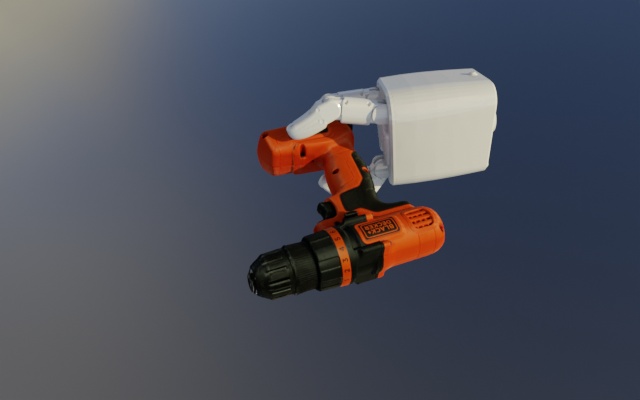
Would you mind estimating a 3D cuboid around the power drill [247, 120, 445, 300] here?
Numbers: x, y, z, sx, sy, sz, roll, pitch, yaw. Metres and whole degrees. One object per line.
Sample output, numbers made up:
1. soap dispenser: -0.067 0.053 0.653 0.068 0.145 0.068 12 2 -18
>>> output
1. power drill: 0.000 0.001 0.467 0.184 0.187 0.057 -13 -40 -19
